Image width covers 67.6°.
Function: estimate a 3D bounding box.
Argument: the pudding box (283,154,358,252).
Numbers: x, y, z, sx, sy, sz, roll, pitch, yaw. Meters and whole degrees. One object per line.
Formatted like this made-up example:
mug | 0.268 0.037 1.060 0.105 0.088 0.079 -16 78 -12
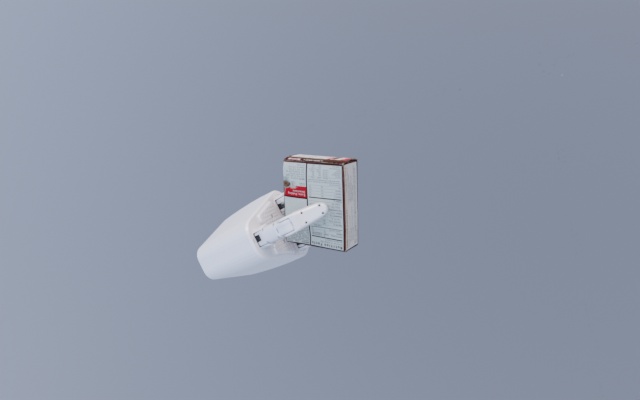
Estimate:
pudding box | 0.000 0.002 0.594 0.090 0.113 0.039 7 19 30
